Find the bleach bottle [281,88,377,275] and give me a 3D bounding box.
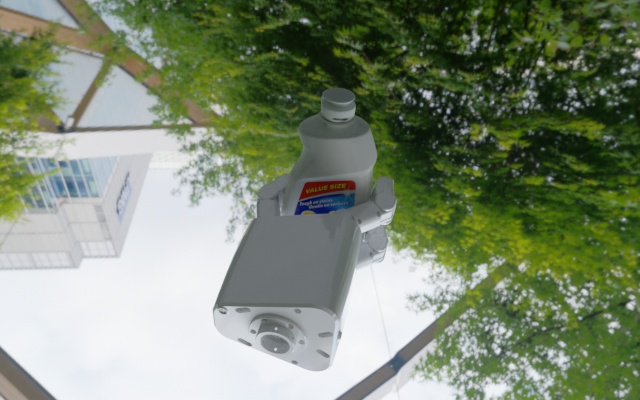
[{"bbox_3d":[0.000,0.002,0.501,0.102,0.251,0.068,11,40,7],"label":"bleach bottle"}]
